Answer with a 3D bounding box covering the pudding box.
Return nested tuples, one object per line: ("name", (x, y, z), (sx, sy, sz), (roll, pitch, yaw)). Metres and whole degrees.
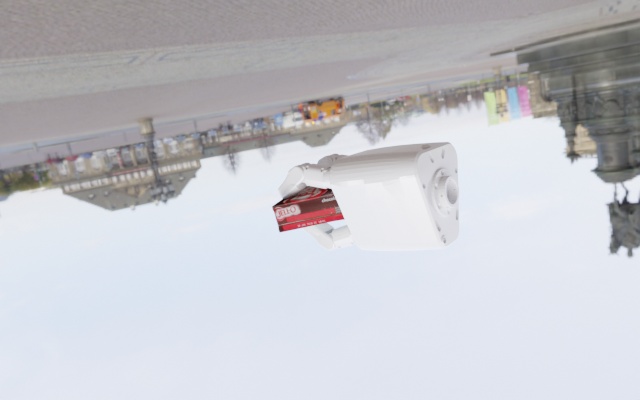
("pudding box", (0.000, 0.002, 0.598), (0.090, 0.039, 0.113), (-11, 8, 15))
